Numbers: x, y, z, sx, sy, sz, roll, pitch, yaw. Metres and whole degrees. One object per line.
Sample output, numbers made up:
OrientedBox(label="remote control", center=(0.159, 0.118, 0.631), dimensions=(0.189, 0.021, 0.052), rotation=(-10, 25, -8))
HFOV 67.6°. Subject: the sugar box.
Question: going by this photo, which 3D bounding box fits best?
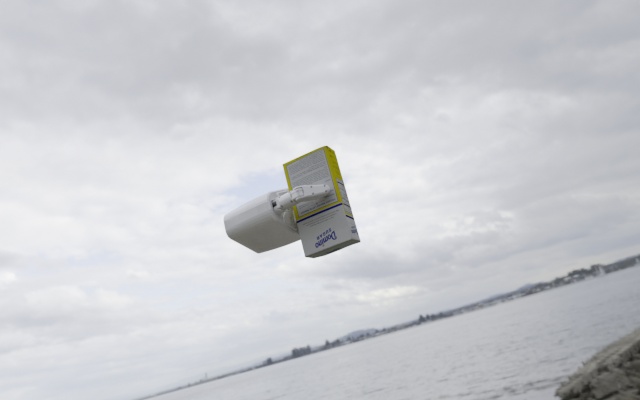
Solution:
OrientedBox(label="sugar box", center=(0.000, 0.003, 0.822), dimensions=(0.093, 0.176, 0.048), rotation=(-22, -18, 22))
